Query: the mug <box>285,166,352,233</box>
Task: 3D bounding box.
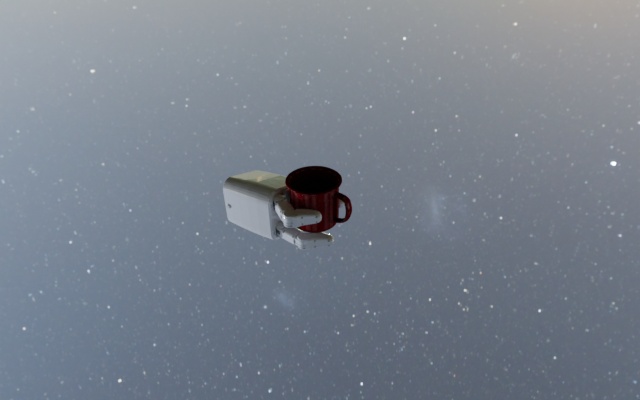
[{"bbox_3d":[0.001,0.003,0.791,0.117,0.082,0.093,17,37,26],"label":"mug"}]
